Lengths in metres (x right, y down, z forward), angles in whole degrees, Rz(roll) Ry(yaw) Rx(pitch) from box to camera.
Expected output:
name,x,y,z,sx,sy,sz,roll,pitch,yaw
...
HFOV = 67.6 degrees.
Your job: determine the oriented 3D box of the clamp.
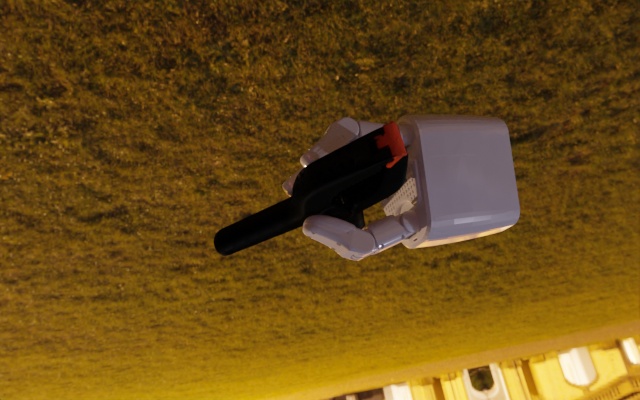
name,x,y,z,sx,sy,sz,roll,pitch,yaw
clamp,0.001,0.002,0.410,0.164,0.036,0.210,-8,-20,-23
